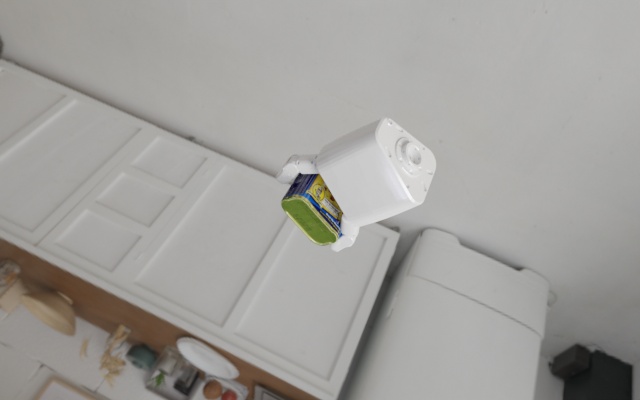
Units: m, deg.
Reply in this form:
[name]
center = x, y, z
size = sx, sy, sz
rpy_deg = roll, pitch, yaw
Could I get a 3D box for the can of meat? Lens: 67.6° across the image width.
[can of meat]
center = 0.000, 0.002, 0.685
size = 0.057, 0.084, 0.102
rpy_deg = -18, -57, 44
